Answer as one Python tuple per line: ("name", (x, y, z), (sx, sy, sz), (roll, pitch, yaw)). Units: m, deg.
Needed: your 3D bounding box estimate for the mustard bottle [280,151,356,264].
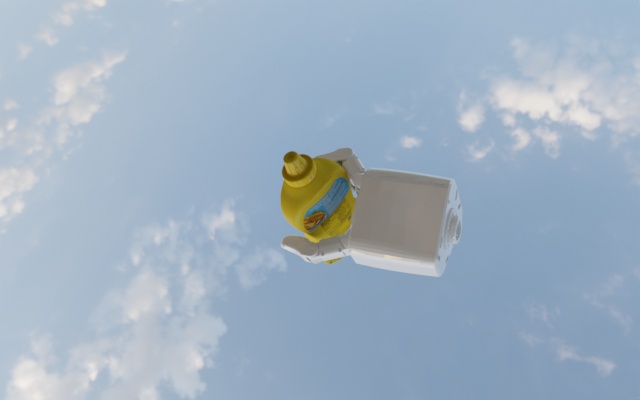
("mustard bottle", (0.000, 0.002, 0.610), (0.058, 0.096, 0.192), (36, -13, 37))
